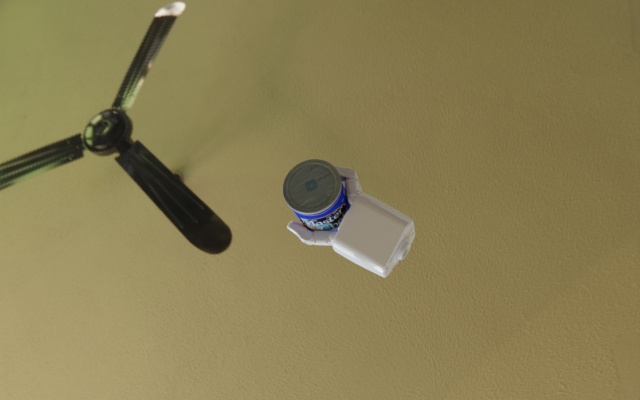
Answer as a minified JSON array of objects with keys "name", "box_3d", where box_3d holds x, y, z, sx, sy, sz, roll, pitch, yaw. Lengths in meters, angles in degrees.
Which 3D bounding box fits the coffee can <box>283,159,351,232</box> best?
[{"name":"coffee can","box_3d":[0.000,0.003,0.870,0.103,0.102,0.140,0,-24,15]}]
